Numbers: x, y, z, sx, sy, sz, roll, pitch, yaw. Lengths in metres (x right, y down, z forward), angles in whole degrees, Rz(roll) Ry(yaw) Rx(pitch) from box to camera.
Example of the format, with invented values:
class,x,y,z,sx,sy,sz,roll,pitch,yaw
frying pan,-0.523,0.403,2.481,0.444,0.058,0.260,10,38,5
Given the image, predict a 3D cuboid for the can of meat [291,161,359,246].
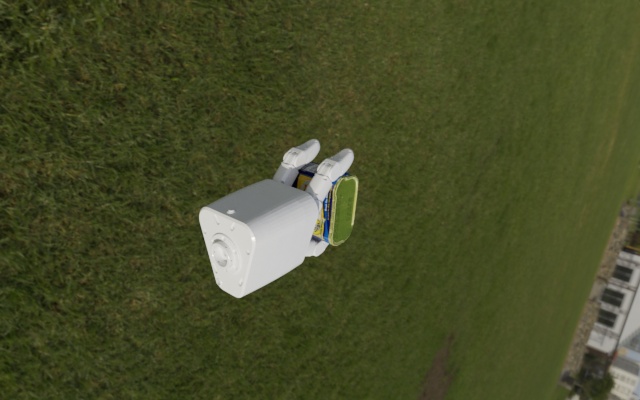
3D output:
class,x,y,z,sx,sy,sz,roll,pitch,yaw
can of meat,0.000,0.002,0.648,0.084,0.102,0.057,20,27,34
